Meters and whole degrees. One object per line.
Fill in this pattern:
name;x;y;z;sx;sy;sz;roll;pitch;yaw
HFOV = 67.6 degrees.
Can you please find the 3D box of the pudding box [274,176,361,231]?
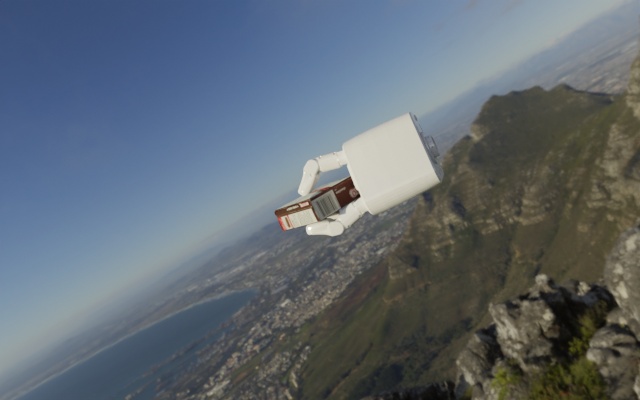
pudding box;0.000;0.002;0.720;0.113;0.039;0.090;-28;6;-42
